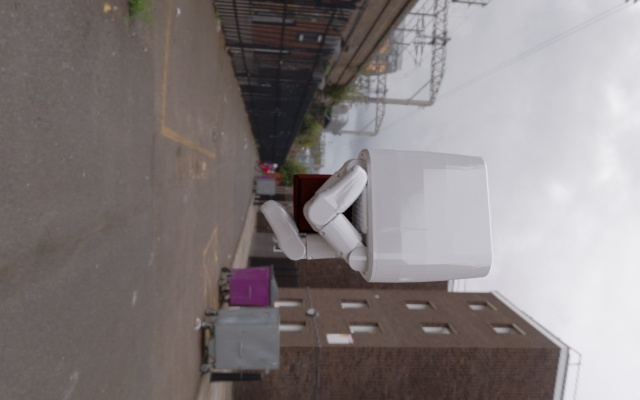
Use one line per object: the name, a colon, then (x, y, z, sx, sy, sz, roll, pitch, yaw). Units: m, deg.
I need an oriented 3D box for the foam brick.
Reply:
foam brick: (0.000, 0.001, 0.473, 0.051, 0.053, 0.078, 0, 6, -6)
